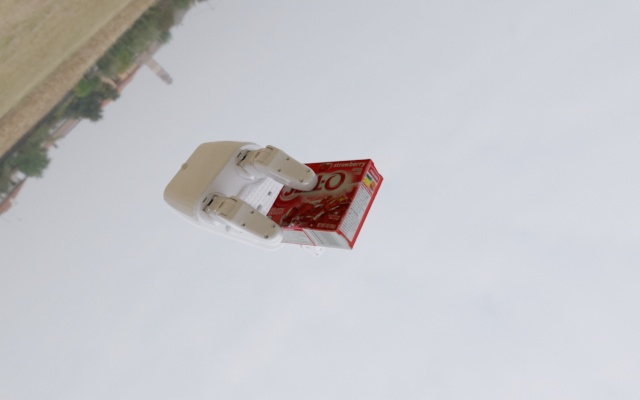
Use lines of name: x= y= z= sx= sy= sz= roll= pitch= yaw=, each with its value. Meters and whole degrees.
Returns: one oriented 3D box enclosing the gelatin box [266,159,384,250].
gelatin box: x=0.001 y=0.002 z=0.408 sx=0.089 sy=0.073 sz=0.030 roll=1 pitch=-37 yaw=41
